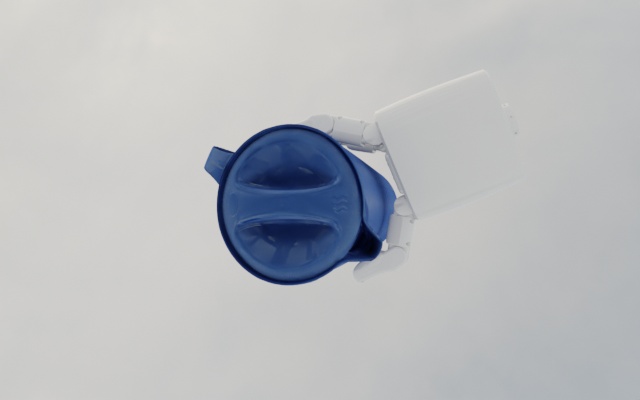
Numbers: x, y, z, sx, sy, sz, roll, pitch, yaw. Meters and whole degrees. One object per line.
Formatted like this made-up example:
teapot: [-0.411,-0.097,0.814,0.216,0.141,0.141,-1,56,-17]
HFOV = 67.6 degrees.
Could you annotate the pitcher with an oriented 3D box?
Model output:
pitcher: [0.000,0.002,0.502,0.145,0.149,0.243,-21,-8,17]
